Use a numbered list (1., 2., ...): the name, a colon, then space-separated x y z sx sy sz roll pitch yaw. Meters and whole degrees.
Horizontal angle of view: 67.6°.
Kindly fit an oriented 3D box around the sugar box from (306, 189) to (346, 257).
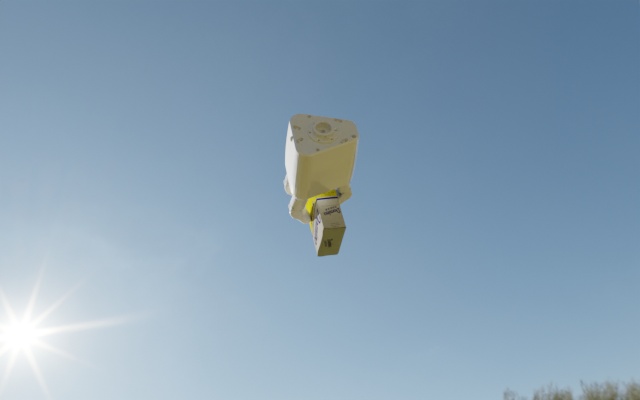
1. sugar box: 0.000 0.003 0.865 0.048 0.176 0.093 -4 -36 -12
